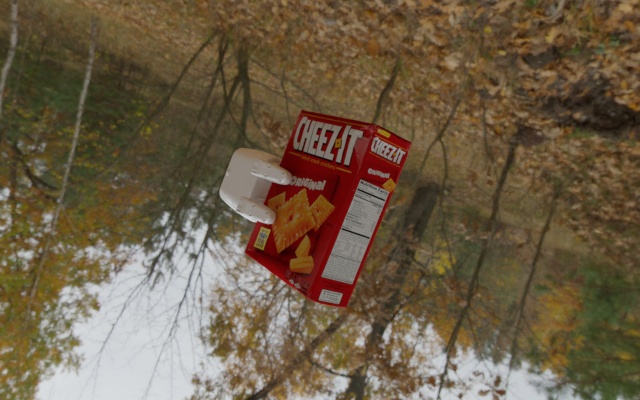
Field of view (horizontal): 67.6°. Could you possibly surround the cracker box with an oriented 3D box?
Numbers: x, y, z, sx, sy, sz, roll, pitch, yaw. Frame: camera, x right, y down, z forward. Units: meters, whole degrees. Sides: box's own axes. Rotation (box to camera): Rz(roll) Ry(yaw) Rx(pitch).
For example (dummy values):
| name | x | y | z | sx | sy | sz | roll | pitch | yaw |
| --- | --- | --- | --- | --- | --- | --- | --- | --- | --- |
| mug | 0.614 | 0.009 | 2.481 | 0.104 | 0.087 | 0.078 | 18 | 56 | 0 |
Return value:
| name | x | y | z | sx | sy | sz | roll | pitch | yaw |
| --- | --- | --- | --- | --- | --- | --- | --- | --- | --- |
| cracker box | 0.000 | 0.002 | 0.605 | 0.072 | 0.213 | 0.164 | 20 | 3 | -38 |
